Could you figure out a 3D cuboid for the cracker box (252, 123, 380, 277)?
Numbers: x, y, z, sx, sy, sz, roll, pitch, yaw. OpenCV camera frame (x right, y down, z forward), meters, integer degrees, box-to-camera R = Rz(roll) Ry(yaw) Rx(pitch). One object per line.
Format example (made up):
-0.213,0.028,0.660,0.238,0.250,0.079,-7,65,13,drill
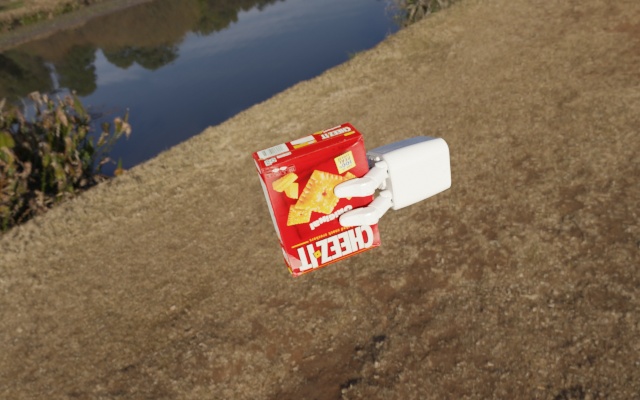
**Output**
0.000,0.002,0.773,0.164,0.214,0.072,-19,31,-9,cracker box
